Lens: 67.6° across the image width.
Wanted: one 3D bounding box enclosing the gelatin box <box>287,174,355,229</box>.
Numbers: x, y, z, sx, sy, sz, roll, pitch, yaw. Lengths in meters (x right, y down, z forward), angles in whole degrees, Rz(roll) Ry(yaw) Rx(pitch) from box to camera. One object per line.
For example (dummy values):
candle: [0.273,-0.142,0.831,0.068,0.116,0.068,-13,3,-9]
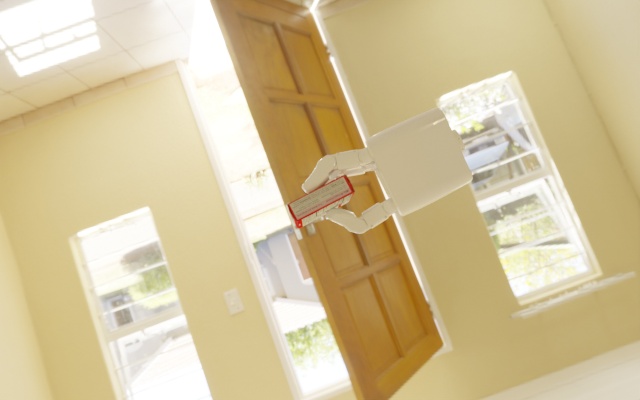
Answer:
gelatin box: [0.000,0.003,0.654,0.089,0.030,0.073,-28,-8,-6]
